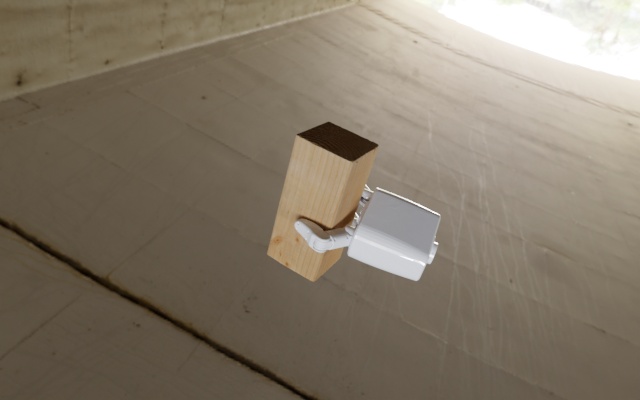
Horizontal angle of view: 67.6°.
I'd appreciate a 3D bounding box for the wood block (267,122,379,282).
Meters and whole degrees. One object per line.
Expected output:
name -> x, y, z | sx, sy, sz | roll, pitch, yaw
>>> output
wood block -> 0.000, 0.003, 0.701 | 0.090, 0.206, 0.090 | 28, 32, 19
